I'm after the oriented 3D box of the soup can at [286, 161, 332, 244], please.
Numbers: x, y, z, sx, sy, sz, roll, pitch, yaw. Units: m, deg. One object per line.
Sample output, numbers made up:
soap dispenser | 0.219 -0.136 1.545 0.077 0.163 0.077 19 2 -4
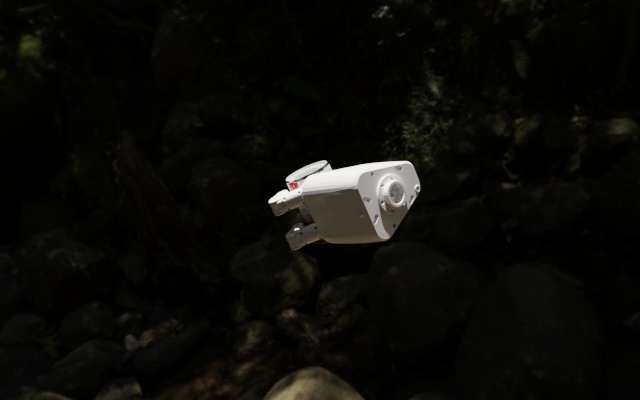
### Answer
soup can | 0.000 0.002 0.691 0.068 0.102 0.068 -23 15 6
